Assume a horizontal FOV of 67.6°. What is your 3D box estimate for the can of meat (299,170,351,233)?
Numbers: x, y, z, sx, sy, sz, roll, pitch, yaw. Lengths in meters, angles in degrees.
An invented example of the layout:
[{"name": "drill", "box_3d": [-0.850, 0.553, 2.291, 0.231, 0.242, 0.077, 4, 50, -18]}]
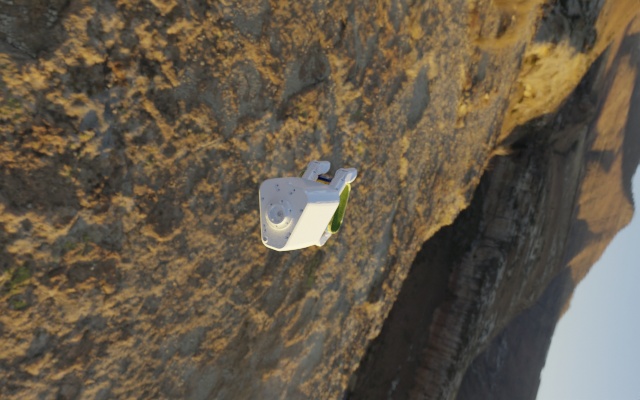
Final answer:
[{"name": "can of meat", "box_3d": [0.000, 0.003, 0.875, 0.084, 0.102, 0.057, 16, 5, 25]}]
